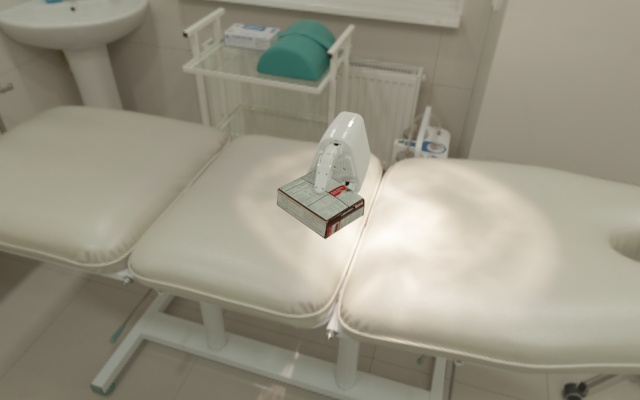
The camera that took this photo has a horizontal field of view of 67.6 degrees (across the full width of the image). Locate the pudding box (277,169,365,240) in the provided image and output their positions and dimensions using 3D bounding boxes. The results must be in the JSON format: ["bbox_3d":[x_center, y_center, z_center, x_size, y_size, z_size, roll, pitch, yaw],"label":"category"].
[{"bbox_3d":[0.000,0.002,0.752,0.113,0.039,0.090,32,46,33],"label":"pudding box"}]
